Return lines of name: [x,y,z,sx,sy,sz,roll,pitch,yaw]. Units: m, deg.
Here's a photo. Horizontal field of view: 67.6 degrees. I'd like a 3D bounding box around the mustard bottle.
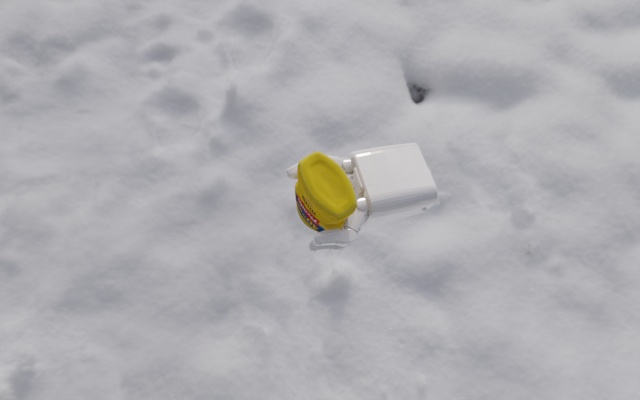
mustard bottle: [0.000,0.002,0.705,0.058,0.096,0.192,-35,-9,-13]
